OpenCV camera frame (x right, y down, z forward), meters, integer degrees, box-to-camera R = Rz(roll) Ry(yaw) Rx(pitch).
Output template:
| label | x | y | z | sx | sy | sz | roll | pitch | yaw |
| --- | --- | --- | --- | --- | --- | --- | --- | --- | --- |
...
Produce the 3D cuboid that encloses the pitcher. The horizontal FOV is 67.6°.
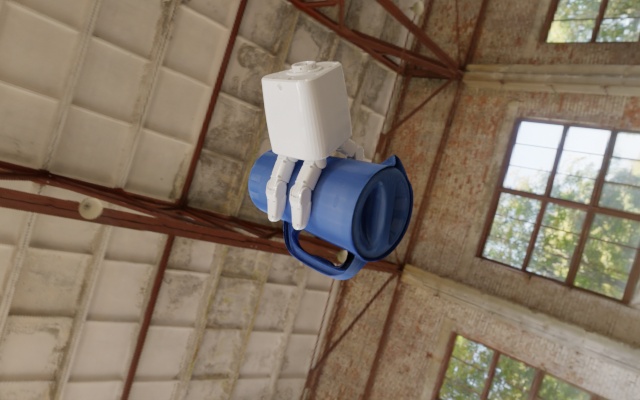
| label | x | y | z | sx | sy | sz | roll | pitch | yaw |
| --- | --- | --- | --- | --- | --- | --- | --- | --- | --- |
| pitcher | 0.000 | 0.002 | 0.709 | 0.243 | 0.145 | 0.149 | 17 | 37 | 42 |
